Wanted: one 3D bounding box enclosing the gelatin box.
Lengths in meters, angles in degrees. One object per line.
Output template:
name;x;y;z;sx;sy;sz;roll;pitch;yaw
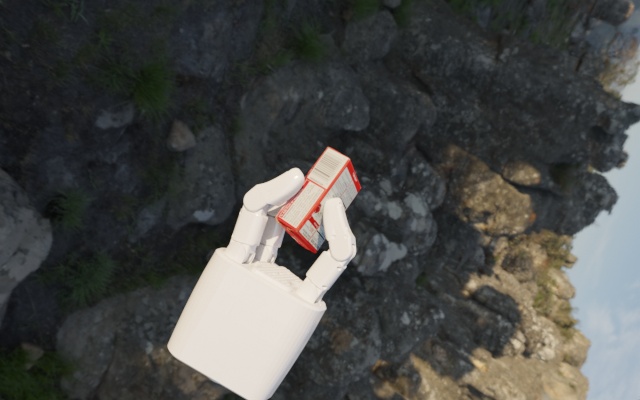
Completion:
gelatin box;0.001;0.002;0.476;0.030;0.089;0.073;32;-10;23
